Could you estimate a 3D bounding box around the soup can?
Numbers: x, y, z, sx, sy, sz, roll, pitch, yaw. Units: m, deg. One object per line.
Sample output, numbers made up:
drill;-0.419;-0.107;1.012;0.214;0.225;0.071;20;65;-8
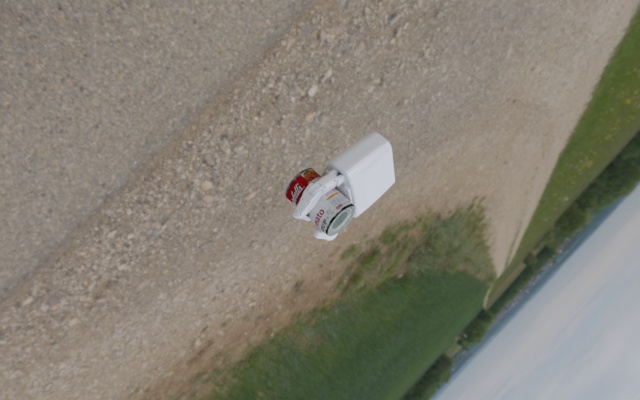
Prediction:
soup can;0.000;0.003;0.797;0.102;0.068;0.068;42;19;22
